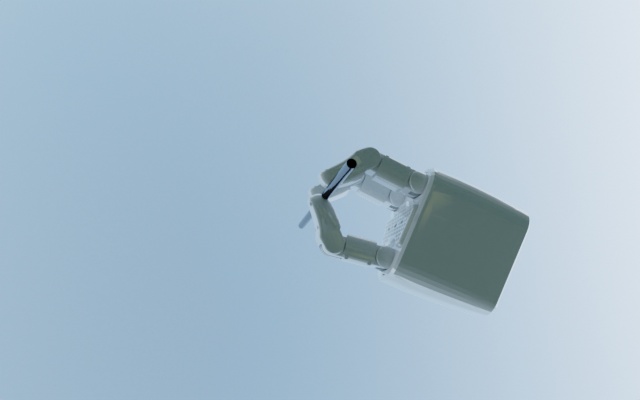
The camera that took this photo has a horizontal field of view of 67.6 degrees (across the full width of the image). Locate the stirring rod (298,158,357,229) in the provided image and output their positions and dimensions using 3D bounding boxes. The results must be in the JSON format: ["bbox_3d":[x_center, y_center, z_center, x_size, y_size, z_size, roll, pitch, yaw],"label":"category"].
[{"bbox_3d":[0.000,0.002,0.469,0.011,0.011,0.239,0,-14,-11],"label":"stirring rod"}]
